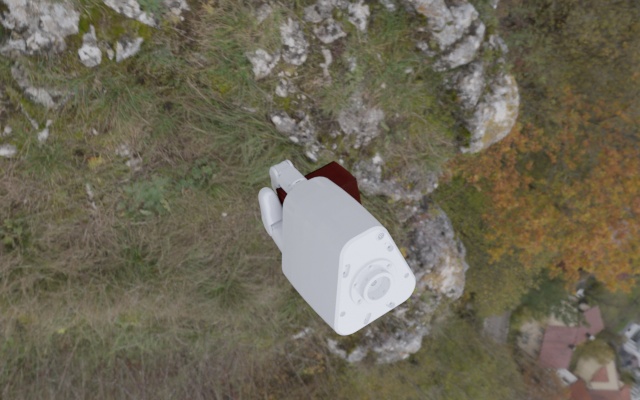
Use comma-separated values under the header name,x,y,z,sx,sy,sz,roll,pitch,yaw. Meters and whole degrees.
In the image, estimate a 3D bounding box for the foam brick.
name,x,y,z,sx,sy,sz,roll,pitch,yaw
foam brick,0.000,0.001,0.527,0.078,0.053,0.051,-28,36,-17
